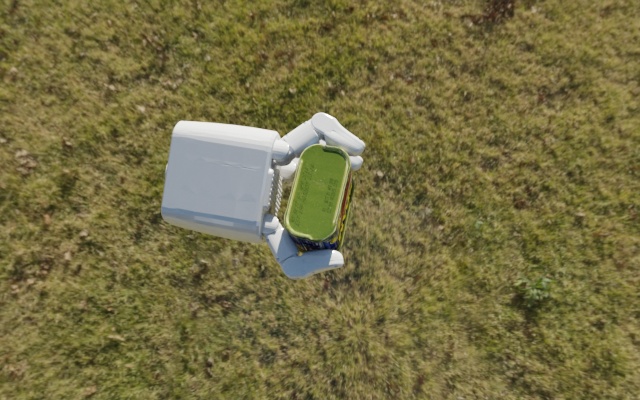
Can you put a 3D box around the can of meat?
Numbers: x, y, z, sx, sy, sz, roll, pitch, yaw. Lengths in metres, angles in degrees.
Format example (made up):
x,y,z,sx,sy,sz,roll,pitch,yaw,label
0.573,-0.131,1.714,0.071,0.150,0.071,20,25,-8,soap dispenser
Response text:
x,y,z,sx,sy,sz,roll,pitch,yaw,label
0.000,0.002,0.493,0.057,0.102,0.084,11,-14,8,can of meat
